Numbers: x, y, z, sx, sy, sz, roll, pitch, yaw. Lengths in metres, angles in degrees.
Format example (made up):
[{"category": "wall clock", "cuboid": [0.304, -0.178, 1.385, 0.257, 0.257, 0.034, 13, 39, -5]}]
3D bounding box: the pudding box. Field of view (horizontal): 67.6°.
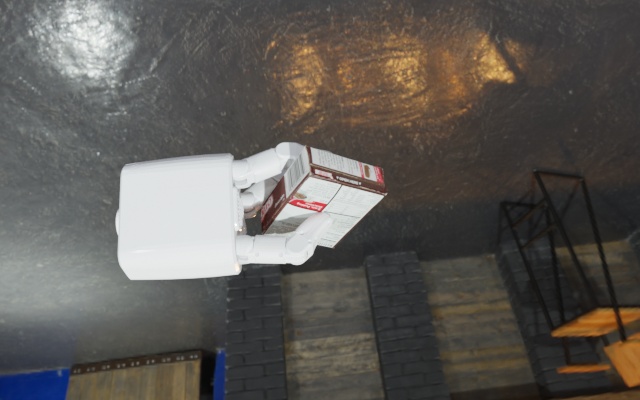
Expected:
[{"category": "pudding box", "cuboid": [0.000, 0.002, 0.491, 0.090, 0.039, 0.113, 13, -39, -26]}]
